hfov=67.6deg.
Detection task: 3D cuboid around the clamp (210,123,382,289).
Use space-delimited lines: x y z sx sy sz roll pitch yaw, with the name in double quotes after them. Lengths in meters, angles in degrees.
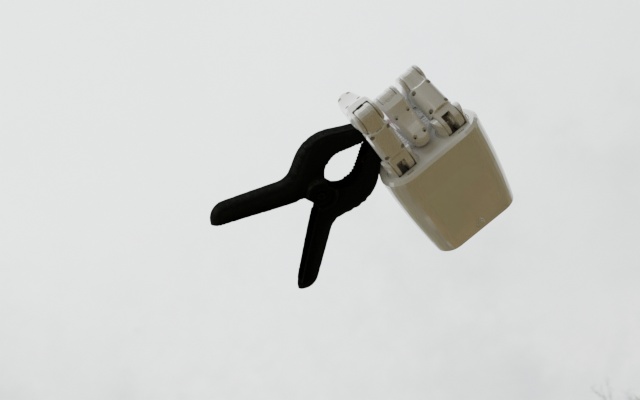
0.000 0.001 0.435 0.171 0.120 0.039 -38 30 5 "clamp"
